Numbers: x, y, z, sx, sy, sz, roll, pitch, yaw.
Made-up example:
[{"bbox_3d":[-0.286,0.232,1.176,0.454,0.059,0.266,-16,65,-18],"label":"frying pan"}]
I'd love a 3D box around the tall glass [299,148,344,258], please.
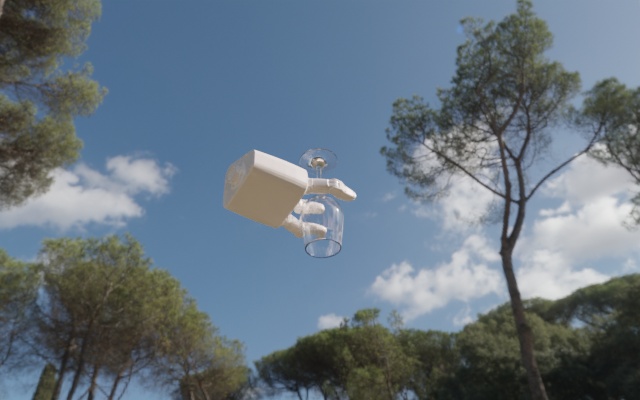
[{"bbox_3d":[0.000,0.002,0.867,0.079,0.200,0.079,-2,-37,-2],"label":"tall glass"}]
